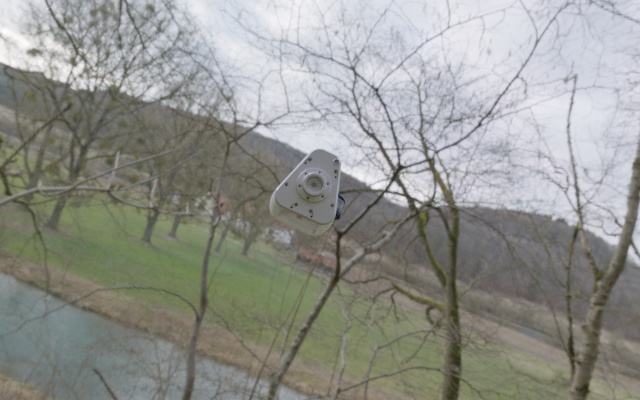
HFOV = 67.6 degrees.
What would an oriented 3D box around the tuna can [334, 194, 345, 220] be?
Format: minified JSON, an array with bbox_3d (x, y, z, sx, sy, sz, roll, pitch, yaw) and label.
[{"bbox_3d":[0.000,0.002,0.857,0.086,0.033,0.086,20,-15,6],"label":"tuna can"}]
